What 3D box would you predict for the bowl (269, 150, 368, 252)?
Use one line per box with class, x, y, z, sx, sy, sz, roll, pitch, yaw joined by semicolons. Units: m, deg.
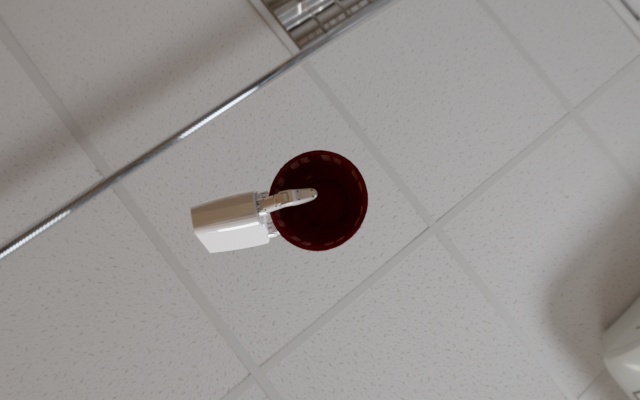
bowl;0.002;0.003;0.776;0.162;0.162;0.055;0;-8;13
